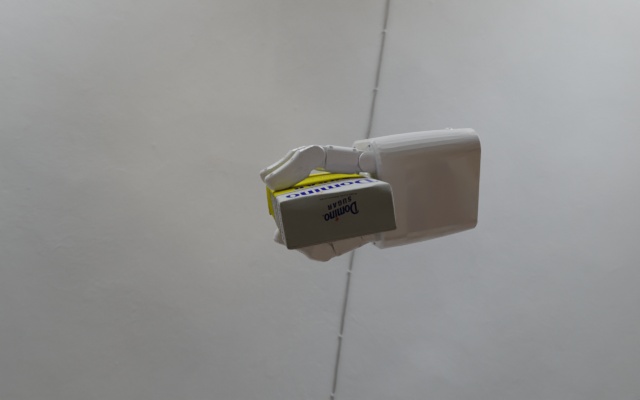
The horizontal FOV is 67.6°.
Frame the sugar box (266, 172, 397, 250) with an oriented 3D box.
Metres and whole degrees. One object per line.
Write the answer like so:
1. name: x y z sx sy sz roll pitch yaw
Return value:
1. sugar box: 0.000 0.001 0.458 0.093 0.048 0.176 -10 6 -10
